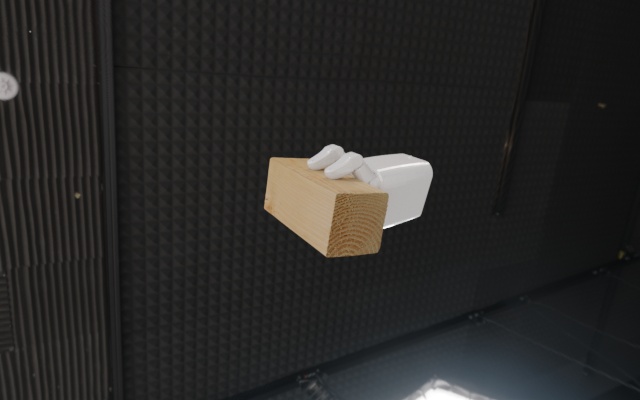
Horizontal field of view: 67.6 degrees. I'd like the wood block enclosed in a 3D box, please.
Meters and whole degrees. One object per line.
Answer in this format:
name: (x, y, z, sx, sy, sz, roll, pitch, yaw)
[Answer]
wood block: (0.000, 0.003, 0.722, 0.090, 0.091, 0.206, -1, 18, -31)
